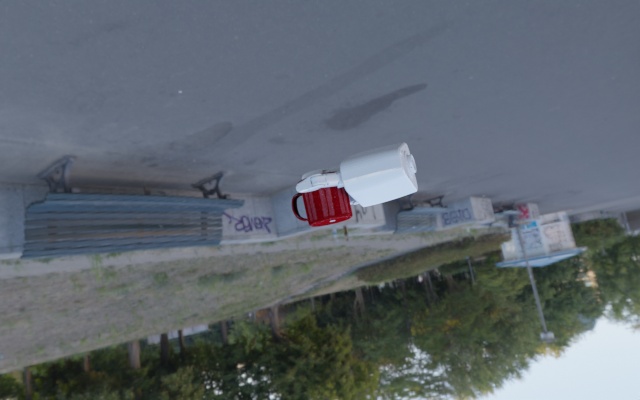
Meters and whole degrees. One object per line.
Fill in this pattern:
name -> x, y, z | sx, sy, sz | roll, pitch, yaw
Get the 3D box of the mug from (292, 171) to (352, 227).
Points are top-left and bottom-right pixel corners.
mug -> -0.001, 0.003, 0.866 | 0.117, 0.081, 0.093 | -16, -10, 22
